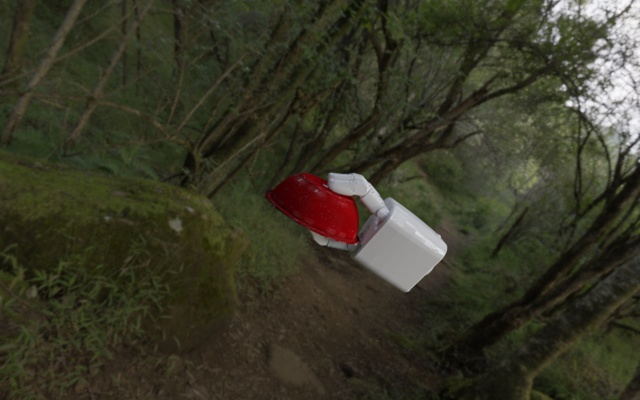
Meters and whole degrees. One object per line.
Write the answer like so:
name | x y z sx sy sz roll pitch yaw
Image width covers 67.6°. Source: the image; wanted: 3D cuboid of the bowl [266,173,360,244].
bowl | -0.001 0.001 0.729 0.162 0.055 0.162 26 11 -6
